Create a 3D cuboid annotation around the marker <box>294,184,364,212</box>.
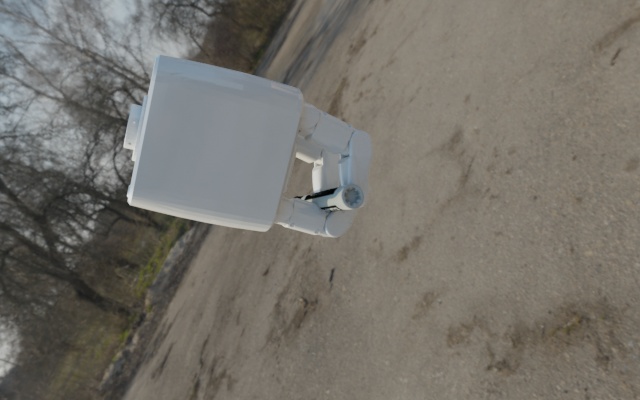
[{"bbox_3d":[0.000,0.001,0.404,0.020,0.020,0.121,0,-4,-23],"label":"marker"}]
